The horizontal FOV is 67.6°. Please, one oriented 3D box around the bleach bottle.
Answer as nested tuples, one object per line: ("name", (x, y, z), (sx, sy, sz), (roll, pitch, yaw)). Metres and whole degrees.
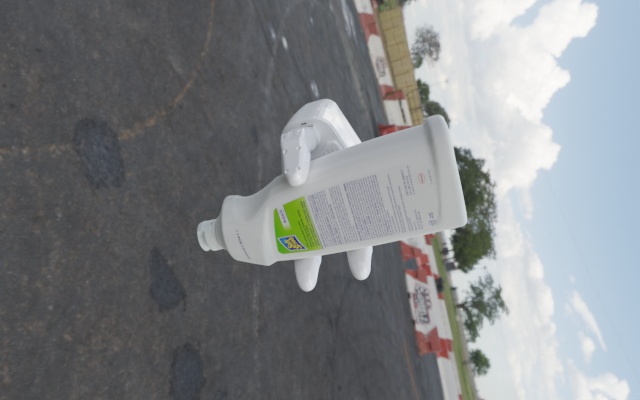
("bleach bottle", (0.000, 0.002, 0.448), (0.251, 0.103, 0.068), (-13, 21, 12))
